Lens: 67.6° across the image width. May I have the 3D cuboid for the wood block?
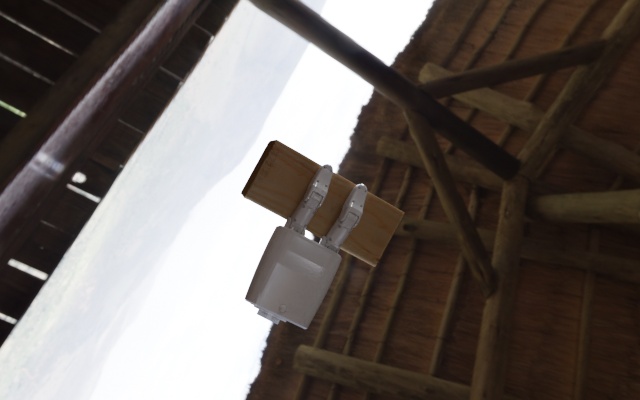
[{"bbox_3d":[0.000,0.003,0.683,0.206,0.090,0.091,29,-2,-14],"label":"wood block"}]
